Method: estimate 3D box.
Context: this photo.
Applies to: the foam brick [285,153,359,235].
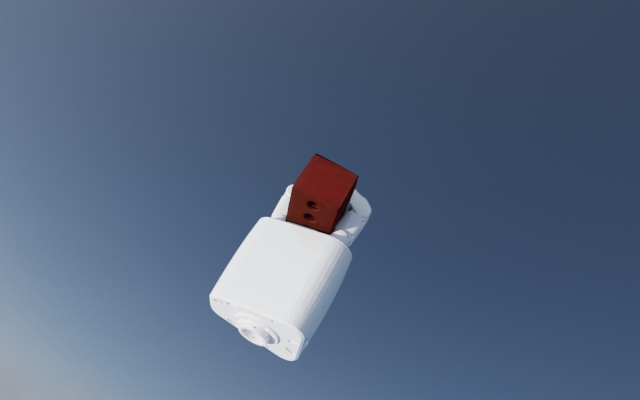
[{"bbox_3d":[0.000,0.001,0.503,0.053,0.051,0.078,27,-36,9],"label":"foam brick"}]
